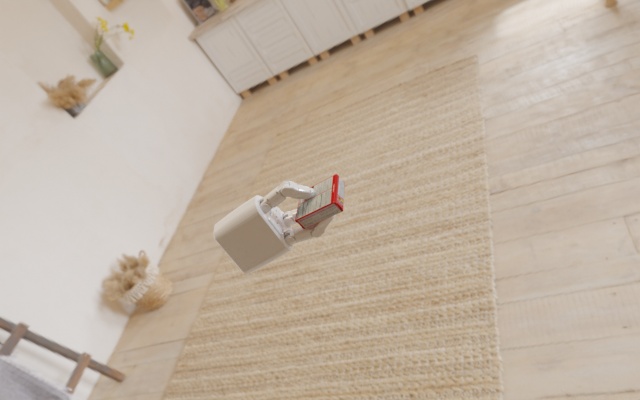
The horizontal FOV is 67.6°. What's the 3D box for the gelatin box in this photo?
[{"bbox_3d":[0.000,0.002,0.845,0.089,0.073,0.030,-27,-54,28],"label":"gelatin box"}]
